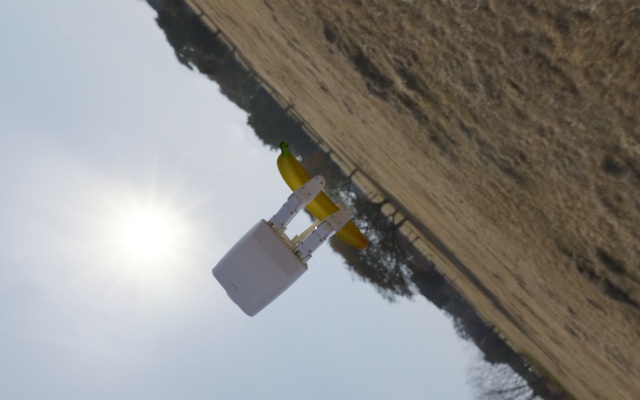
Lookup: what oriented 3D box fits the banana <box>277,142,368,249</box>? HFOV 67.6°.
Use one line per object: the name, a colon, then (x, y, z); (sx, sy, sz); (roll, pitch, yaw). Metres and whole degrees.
banana: (-0.006, -0.001, 0.714); (0.037, 0.198, 0.069); (-42, 11, -6)
